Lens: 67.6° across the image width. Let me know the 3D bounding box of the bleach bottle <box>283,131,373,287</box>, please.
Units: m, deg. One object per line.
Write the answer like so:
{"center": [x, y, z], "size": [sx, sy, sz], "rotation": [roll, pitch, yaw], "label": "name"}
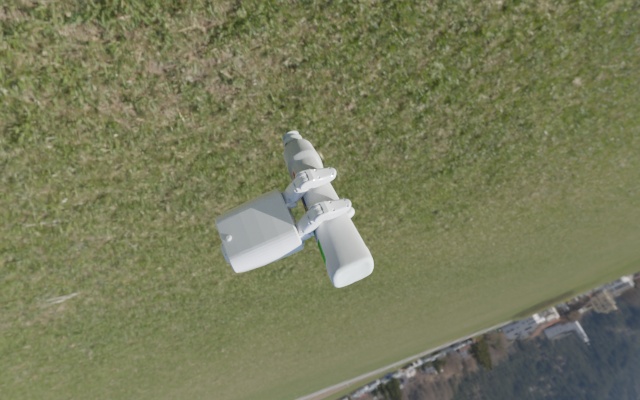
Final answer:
{"center": [0.000, 0.002, 0.739], "size": [0.068, 0.250, 0.103], "rotation": [-23, -24, -4], "label": "bleach bottle"}
